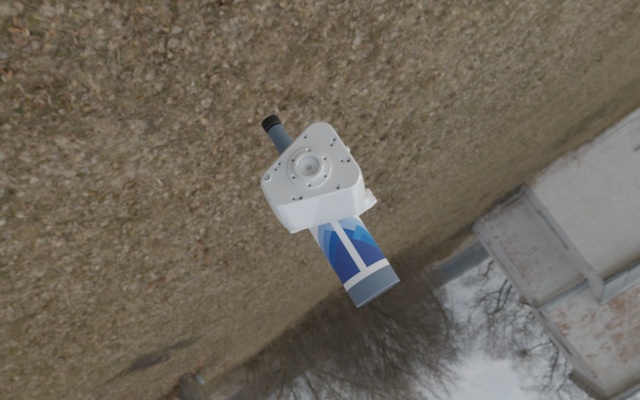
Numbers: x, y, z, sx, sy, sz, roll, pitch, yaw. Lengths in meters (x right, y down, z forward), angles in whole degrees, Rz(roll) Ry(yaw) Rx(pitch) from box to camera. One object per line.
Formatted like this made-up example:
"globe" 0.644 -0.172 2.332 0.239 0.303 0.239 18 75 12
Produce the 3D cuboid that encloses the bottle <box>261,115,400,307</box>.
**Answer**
"bottle" 0.000 0.002 0.661 0.069 0.295 0.069 -30 -16 -9
